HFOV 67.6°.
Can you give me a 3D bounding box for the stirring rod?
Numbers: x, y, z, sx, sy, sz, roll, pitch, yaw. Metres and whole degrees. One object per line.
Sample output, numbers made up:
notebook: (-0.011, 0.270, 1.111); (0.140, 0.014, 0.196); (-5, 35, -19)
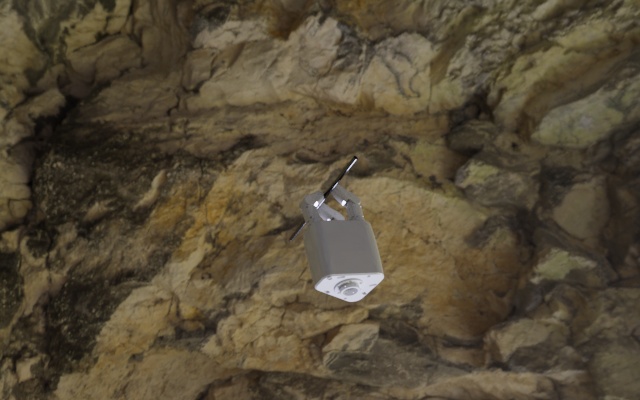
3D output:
stirring rod: (0.000, 0.003, 0.871); (0.011, 0.011, 0.240); (0, -38, -38)
